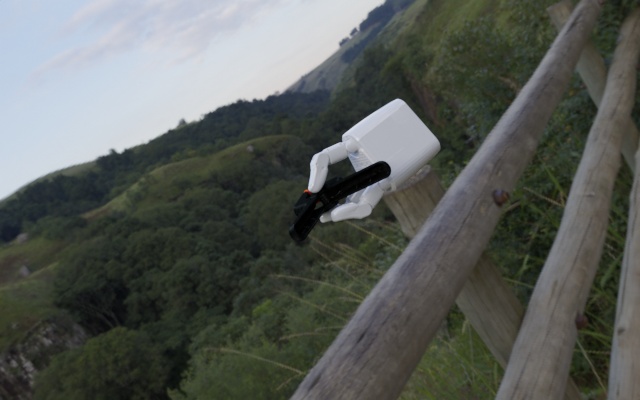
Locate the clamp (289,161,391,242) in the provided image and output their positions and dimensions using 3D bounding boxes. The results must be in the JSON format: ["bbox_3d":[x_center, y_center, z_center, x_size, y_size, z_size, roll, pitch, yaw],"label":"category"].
[{"bbox_3d":[0.000,0.002,0.717,0.164,0.036,0.210,-37,10,-17],"label":"clamp"}]
